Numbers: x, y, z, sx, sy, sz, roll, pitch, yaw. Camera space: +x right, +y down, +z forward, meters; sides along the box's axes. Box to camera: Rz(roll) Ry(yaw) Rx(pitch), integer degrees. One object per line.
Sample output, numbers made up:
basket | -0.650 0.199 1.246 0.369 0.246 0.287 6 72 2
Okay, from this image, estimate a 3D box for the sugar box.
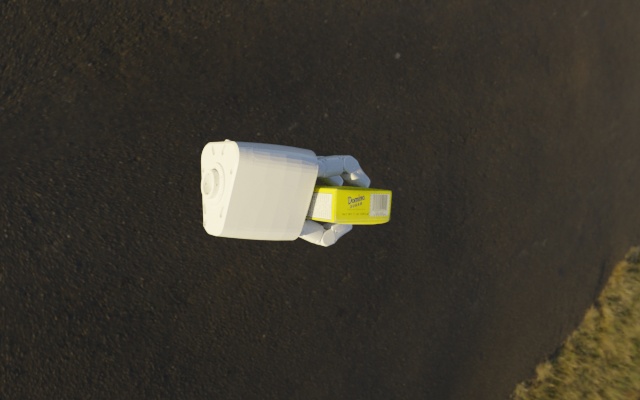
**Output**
sugar box | 0.000 0.002 0.634 0.093 0.048 0.176 1 4 -38
